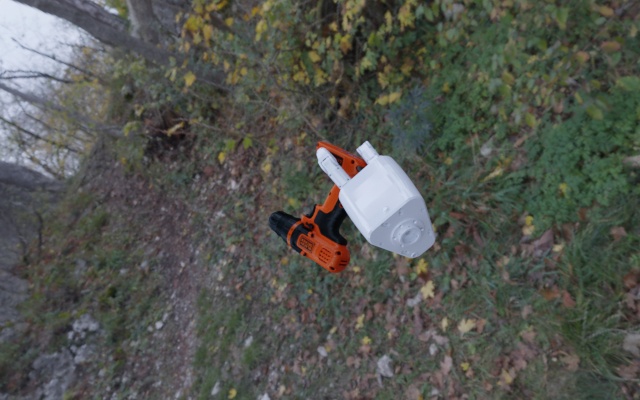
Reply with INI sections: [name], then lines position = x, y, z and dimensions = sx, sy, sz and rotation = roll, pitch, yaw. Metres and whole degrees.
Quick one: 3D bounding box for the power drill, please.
[power drill]
position = 0.000, 0.002, 0.792
dimensions = 0.184, 0.188, 0.057
rotation = 29, 13, 39
